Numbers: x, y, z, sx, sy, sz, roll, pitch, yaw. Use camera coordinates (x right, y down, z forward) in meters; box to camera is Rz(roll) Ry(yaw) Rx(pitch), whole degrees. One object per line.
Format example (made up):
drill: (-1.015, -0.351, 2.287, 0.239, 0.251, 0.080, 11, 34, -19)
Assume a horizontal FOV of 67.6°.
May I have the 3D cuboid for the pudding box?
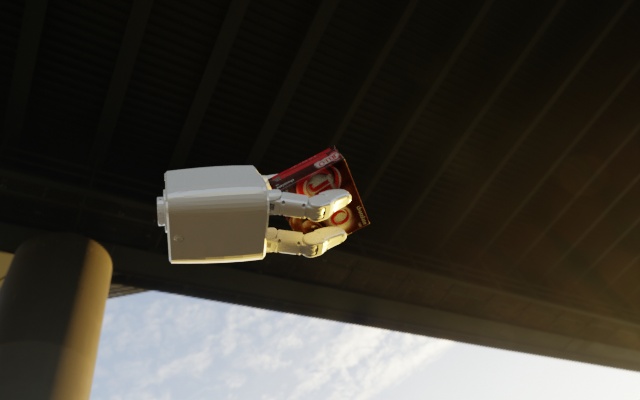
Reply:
pudding box: (0.000, 0.002, 0.577, 0.090, 0.114, 0.039, -27, 41, -2)
